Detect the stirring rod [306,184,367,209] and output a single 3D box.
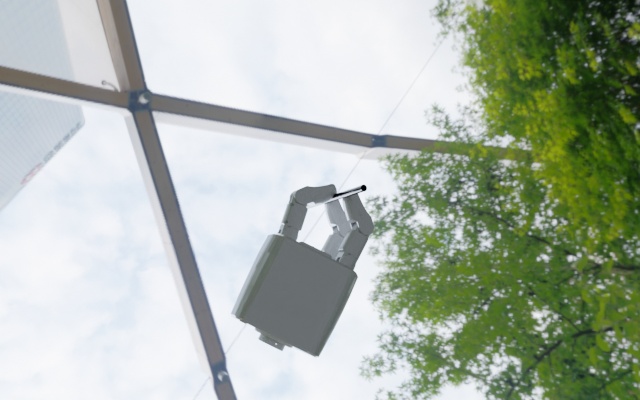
[{"bbox_3d":[0.000,0.002,0.634,0.011,0.011,0.239,0,-8,-24],"label":"stirring rod"}]
